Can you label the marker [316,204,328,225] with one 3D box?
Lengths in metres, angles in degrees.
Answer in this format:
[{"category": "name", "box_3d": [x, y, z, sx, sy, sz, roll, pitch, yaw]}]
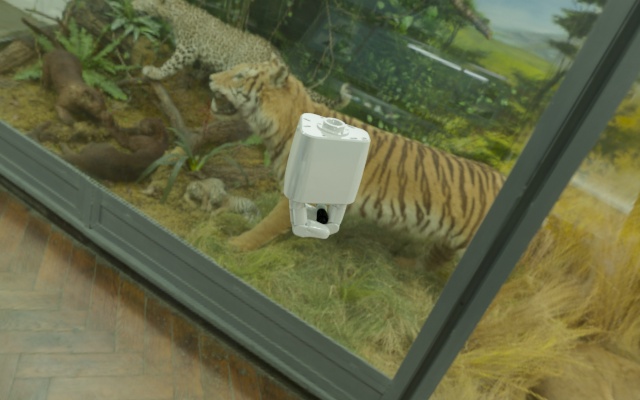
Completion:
[{"category": "marker", "box_3d": [0.000, 0.003, 0.793, 0.020, 0.020, 0.121, 0, 30, -3]}]
